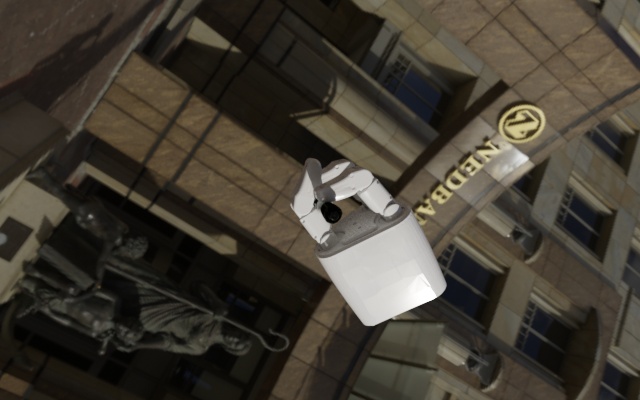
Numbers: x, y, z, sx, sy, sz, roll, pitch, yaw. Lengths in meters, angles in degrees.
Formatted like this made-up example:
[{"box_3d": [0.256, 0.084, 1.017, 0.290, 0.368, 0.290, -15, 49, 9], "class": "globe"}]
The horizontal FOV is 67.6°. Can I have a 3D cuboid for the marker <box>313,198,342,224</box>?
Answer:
[{"box_3d": [0.000, 0.002, 0.515, 0.020, 0.020, 0.121, 0, 13, -14], "class": "marker"}]
